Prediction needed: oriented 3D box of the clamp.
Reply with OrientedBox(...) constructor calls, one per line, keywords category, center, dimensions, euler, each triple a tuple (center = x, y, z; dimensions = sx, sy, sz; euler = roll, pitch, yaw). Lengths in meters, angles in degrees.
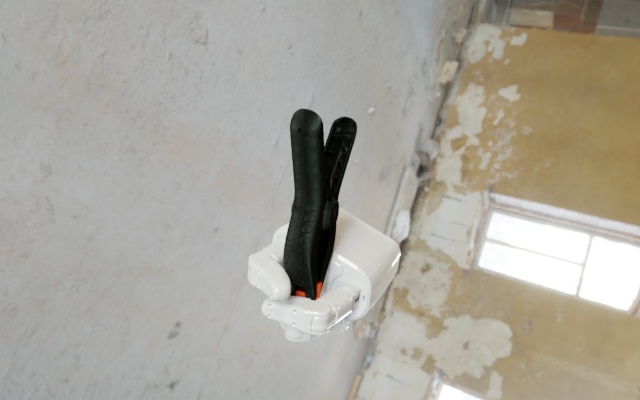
OrientedBox(category="clamp", center=(0.001, 0.002, 0.420), dimensions=(0.039, 0.171, 0.120), euler=(16, 20, 23))
